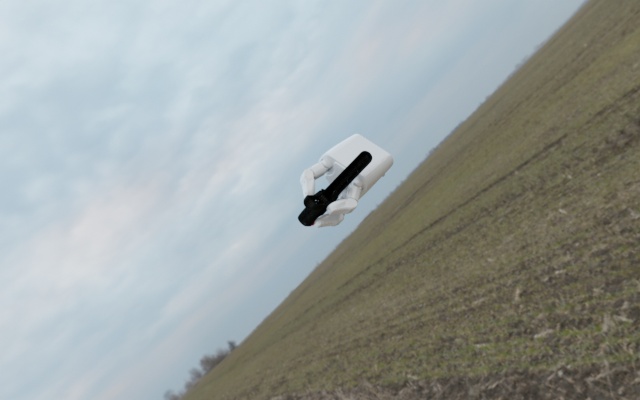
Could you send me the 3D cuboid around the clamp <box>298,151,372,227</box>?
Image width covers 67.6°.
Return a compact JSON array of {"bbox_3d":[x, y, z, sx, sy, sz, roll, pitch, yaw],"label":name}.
[{"bbox_3d":[0.000,0.002,0.882,0.164,0.036,0.210,-37,-9,-37],"label":"clamp"}]
